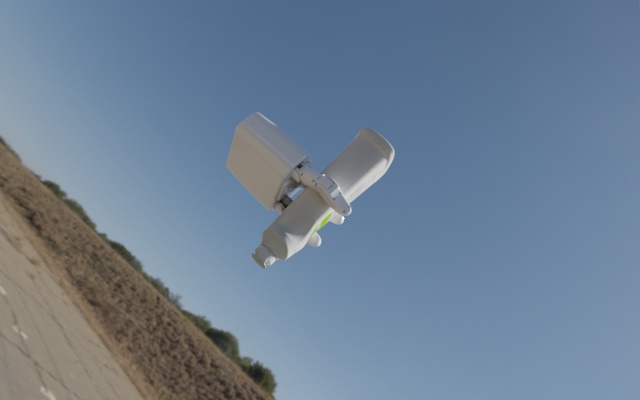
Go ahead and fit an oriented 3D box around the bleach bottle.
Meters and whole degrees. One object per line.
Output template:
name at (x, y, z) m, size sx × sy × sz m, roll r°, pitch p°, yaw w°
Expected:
bleach bottle at (0.000, 0.002, 0.700) m, size 0.250 × 0.068 × 0.103 m, roll -43°, pitch -13°, yaw -24°
